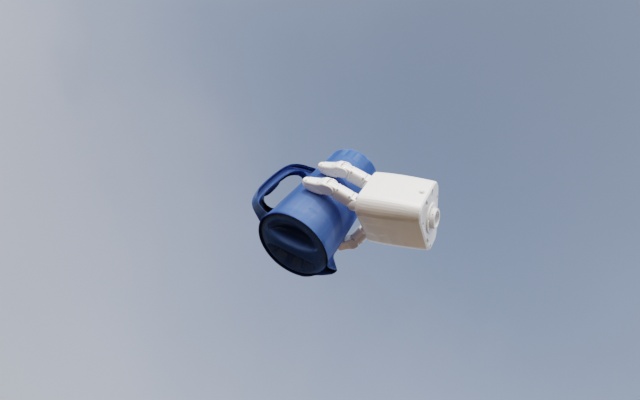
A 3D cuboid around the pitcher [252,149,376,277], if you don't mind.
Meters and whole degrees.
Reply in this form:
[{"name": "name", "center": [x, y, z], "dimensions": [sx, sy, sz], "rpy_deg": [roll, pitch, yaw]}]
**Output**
[{"name": "pitcher", "center": [0.000, 0.003, 0.851], "dimensions": [0.145, 0.149, 0.242], "rpy_deg": [7, 38, 31]}]
